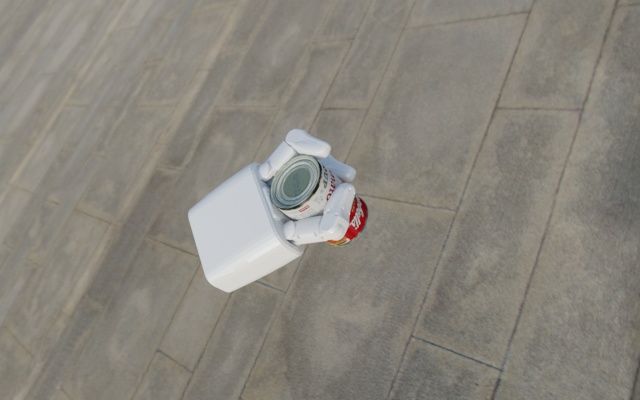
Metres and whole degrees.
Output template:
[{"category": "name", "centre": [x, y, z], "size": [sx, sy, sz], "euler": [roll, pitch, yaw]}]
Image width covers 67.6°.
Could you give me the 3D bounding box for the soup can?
[{"category": "soup can", "centre": [0.000, 0.001, 0.537], "size": [0.068, 0.068, 0.102], "euler": [0, -26, 38]}]
